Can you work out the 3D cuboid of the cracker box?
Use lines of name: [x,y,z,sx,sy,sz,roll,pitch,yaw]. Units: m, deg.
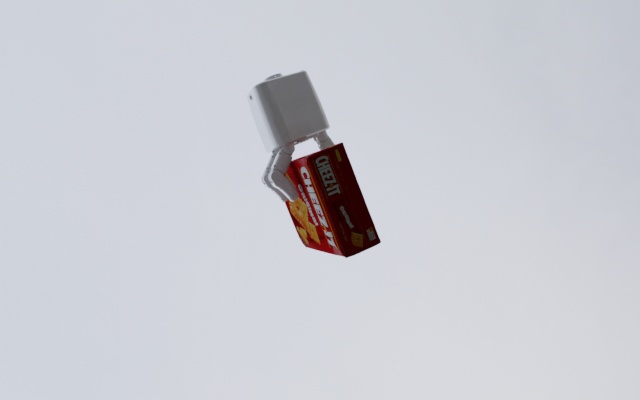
cracker box: [0.000,0.003,0.798,0.072,0.164,0.213,-24,7,-17]
